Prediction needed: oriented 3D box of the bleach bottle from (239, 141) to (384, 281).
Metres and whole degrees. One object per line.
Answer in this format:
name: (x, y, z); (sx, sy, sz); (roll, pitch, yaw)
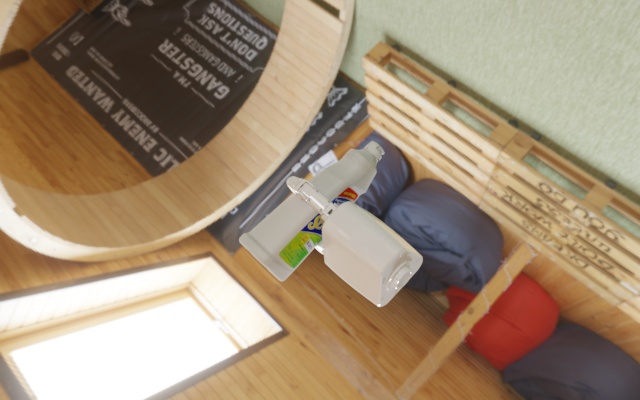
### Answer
bleach bottle: (0.000, 0.002, 0.714); (0.068, 0.251, 0.103); (39, -11, 31)
